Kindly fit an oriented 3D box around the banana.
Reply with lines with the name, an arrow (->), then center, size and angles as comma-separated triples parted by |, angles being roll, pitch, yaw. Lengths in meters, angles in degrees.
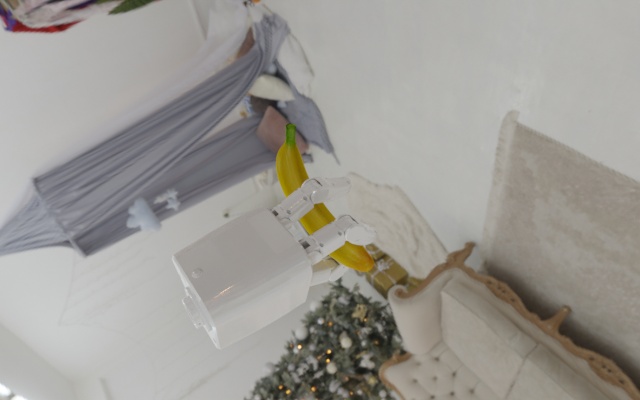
banana -> -0.006, 0.007, 0.559 | 0.037, 0.197, 0.070 | -23, -19, -25
